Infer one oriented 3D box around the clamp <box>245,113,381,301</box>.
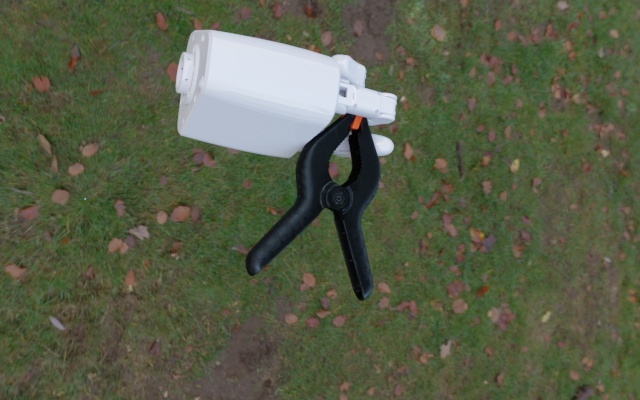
[{"bbox_3d":[0.000,0.001,0.424,0.120,0.171,0.039,7,-3,-26],"label":"clamp"}]
